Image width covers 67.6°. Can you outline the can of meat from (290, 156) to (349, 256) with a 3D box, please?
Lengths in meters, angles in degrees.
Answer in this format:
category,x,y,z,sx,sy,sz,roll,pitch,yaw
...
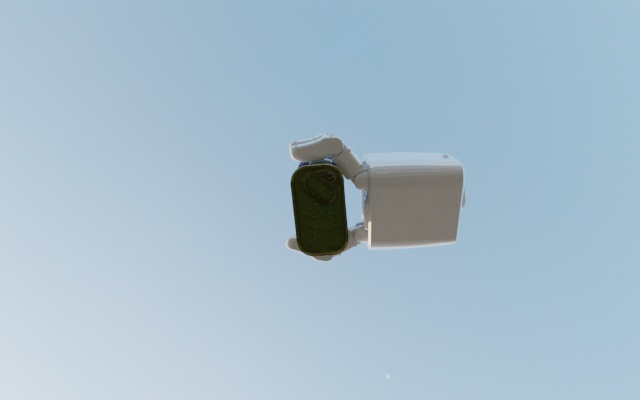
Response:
category,x,y,z,sx,sy,sz,roll,pitch,yaw
can of meat,0.000,0.002,0.552,0.057,0.102,0.084,-5,14,2
